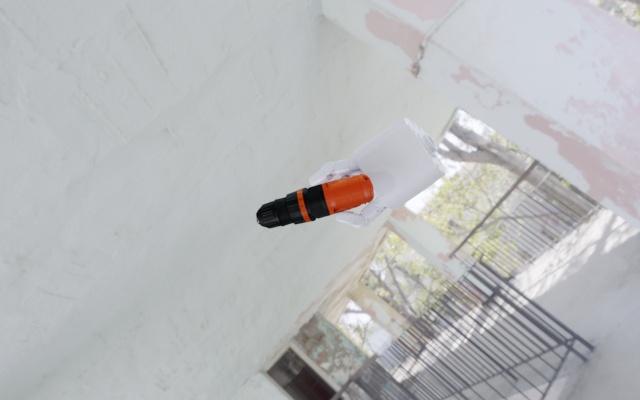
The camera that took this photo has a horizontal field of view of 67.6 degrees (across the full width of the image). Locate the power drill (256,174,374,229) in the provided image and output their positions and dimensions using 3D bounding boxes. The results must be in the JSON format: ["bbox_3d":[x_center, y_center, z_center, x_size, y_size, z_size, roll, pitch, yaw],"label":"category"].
[{"bbox_3d":[0.000,0.002,0.788,0.184,0.057,0.187,-14,1,9],"label":"power drill"}]
